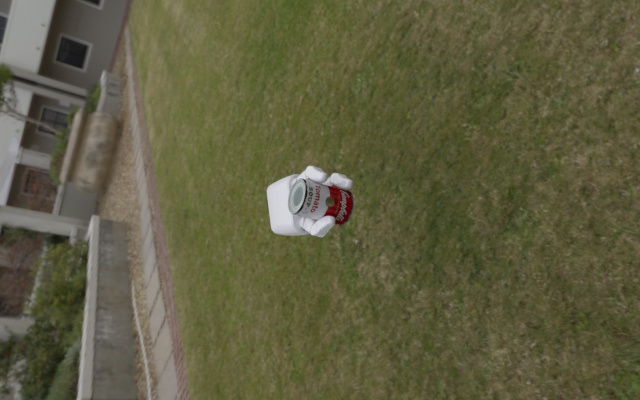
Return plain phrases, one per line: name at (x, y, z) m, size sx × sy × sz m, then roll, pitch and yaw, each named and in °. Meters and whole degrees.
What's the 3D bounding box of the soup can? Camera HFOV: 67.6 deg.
soup can at (0.000, 0.003, 0.867) m, size 0.102 × 0.068 × 0.068 m, roll 15°, pitch -7°, yaw -29°
